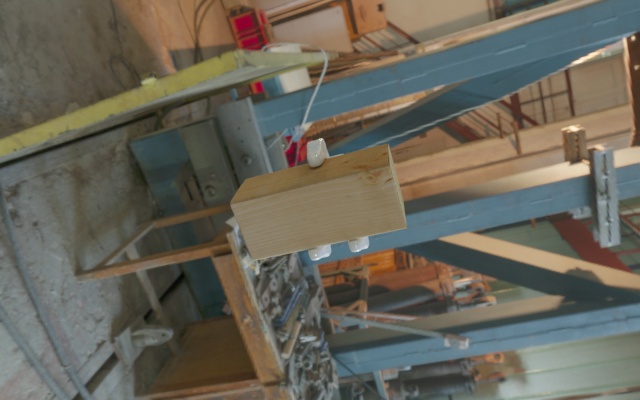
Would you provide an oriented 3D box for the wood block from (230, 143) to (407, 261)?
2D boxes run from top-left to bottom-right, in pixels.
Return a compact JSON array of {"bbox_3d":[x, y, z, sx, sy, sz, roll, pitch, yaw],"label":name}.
[{"bbox_3d":[0.000,0.002,0.632,0.206,0.091,0.090,-14,22,12],"label":"wood block"}]
